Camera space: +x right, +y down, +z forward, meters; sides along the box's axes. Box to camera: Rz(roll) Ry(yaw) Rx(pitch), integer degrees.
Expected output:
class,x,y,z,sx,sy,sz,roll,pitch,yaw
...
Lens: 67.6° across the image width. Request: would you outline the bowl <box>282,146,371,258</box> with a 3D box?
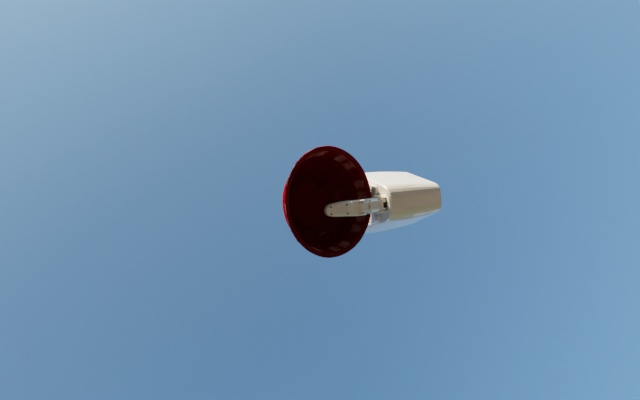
class,x,y,z,sx,sy,sz,roll,pitch,yaw
bowl,-0.001,0.002,0.707,0.162,0.162,0.055,0,-1,-39
